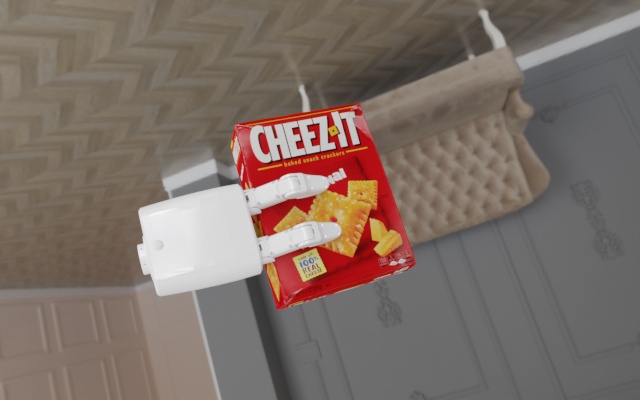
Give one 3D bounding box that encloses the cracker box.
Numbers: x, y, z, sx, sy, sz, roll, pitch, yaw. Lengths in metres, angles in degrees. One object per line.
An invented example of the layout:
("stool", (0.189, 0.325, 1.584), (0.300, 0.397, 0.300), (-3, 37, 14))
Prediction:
("cracker box", (0.000, 0.002, 0.568), (0.164, 0.213, 0.072), (-13, -14, -18))
